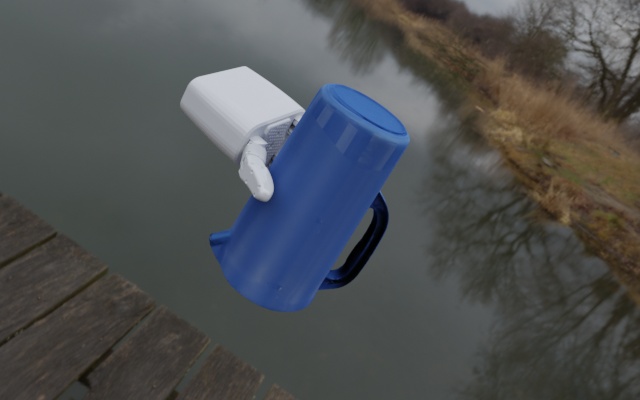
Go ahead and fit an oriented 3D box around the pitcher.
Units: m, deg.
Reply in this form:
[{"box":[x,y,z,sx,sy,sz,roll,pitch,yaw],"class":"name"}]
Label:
[{"box":[0.000,0.002,0.541,0.145,0.243,0.149,42,27,19],"class":"pitcher"}]
